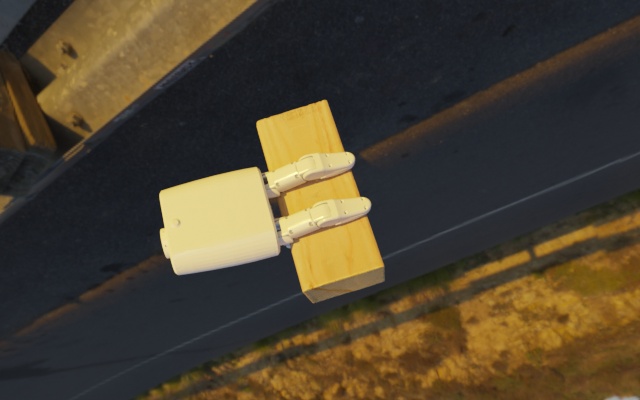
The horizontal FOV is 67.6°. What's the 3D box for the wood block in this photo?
[{"bbox_3d":[0.000,0.002,0.557,0.090,0.206,0.091,-17,-21,1],"label":"wood block"}]
